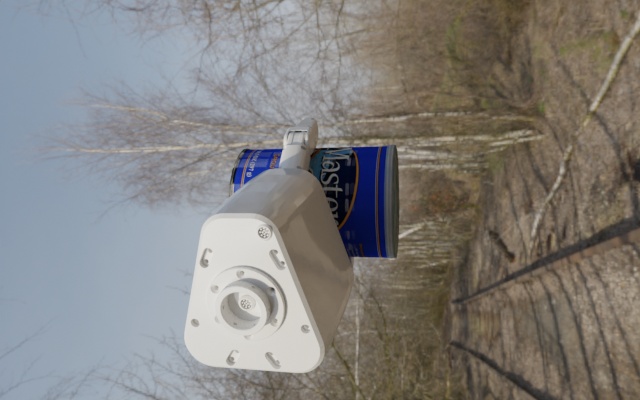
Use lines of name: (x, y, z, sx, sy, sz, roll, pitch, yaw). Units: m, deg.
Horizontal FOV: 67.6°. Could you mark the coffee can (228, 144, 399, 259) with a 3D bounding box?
coffee can: (0.000, 0.001, 0.443, 0.140, 0.103, 0.103, 0, 0, 12)
